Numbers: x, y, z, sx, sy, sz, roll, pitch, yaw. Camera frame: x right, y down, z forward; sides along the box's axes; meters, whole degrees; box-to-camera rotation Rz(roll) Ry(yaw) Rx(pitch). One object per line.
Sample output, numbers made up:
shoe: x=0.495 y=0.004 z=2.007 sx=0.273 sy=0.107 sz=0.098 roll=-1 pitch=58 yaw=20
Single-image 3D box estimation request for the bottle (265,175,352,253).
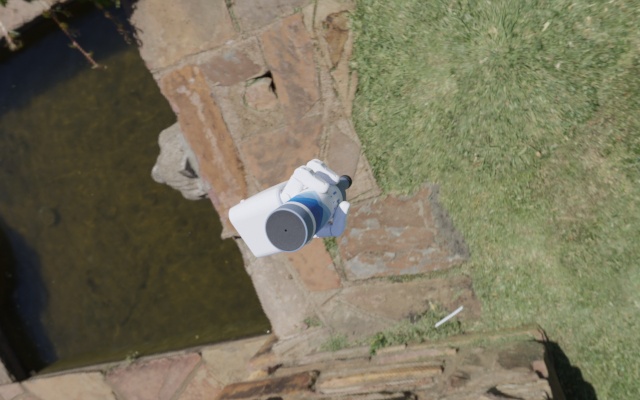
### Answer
bottle: x=0.000 y=0.003 z=0.804 sx=0.069 sy=0.069 sz=0.295 roll=0 pitch=16 yaw=20
